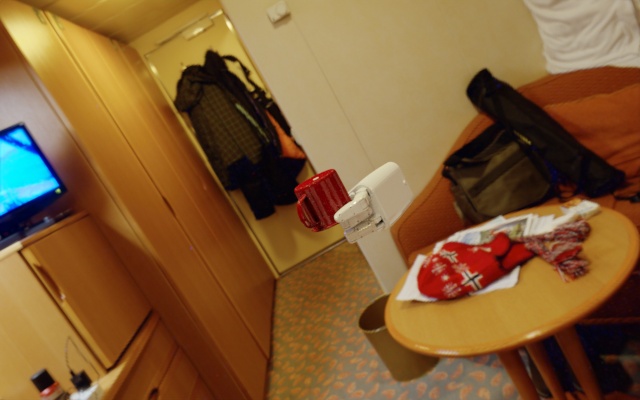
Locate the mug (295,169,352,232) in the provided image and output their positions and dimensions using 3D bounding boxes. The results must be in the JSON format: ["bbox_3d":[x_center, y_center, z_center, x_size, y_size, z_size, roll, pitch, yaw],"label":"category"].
[{"bbox_3d":[-0.001,0.003,0.822,0.093,0.081,0.117,-18,14,46],"label":"mug"}]
